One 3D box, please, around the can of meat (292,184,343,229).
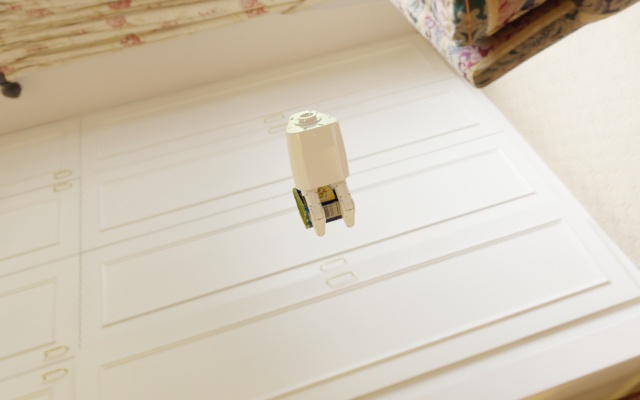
[{"bbox_3d":[0.000,0.003,0.884,0.084,0.057,0.102,-16,31,-8],"label":"can of meat"}]
